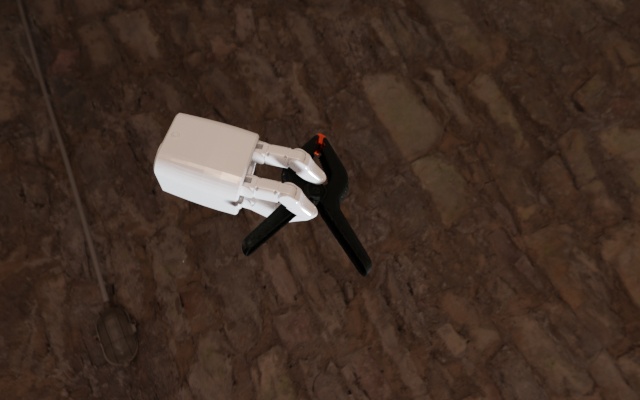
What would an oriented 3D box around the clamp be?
[{"bbox_3d":[0.000,0.002,0.642,0.164,0.209,0.036,17,-34,-6],"label":"clamp"}]
